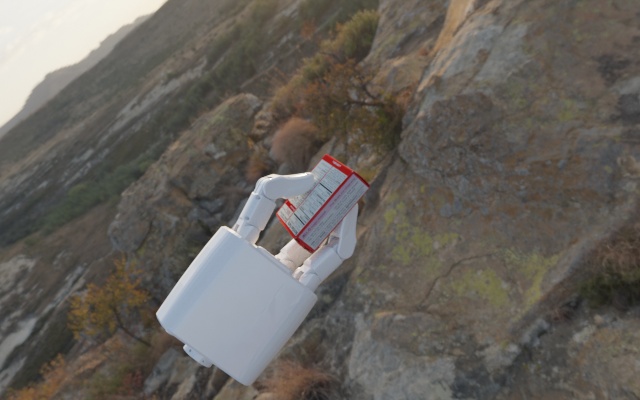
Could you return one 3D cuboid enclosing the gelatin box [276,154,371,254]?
[{"bbox_3d":[0.000,0.001,0.487,0.030,0.089,0.073,39,1,-27],"label":"gelatin box"}]
